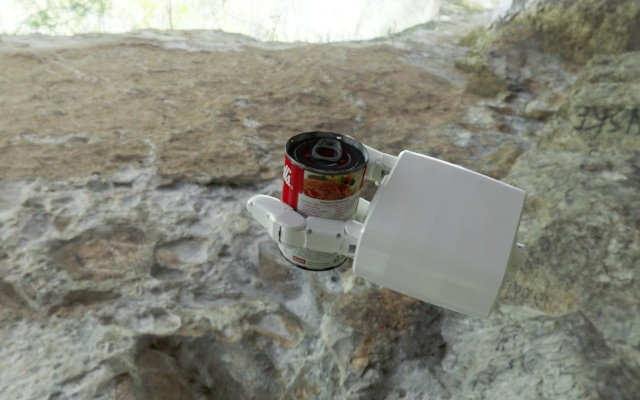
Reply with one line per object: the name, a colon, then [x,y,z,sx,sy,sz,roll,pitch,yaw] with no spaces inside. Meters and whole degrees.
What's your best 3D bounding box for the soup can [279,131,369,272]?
soup can: [0.000,0.001,0.409,0.068,0.102,0.068,5,34,-3]
